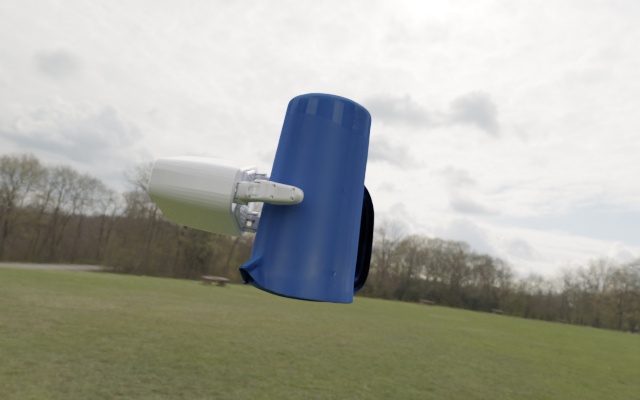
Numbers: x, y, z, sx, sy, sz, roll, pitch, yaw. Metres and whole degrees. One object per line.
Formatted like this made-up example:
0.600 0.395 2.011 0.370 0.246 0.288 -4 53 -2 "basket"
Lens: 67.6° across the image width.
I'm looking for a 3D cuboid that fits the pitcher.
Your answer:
0.000 0.002 0.593 0.145 0.243 0.149 9 -7 7 "pitcher"
